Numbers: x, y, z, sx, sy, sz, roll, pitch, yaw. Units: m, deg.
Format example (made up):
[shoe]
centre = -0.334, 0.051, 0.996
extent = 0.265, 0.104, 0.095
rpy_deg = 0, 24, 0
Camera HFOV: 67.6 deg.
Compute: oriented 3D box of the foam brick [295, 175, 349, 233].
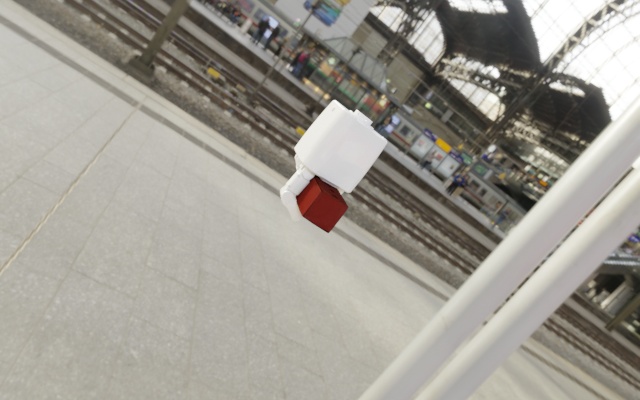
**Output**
[foam brick]
centre = 0.000, 0.003, 0.736
extent = 0.053, 0.051, 0.078
rpy_deg = 33, 13, -24
